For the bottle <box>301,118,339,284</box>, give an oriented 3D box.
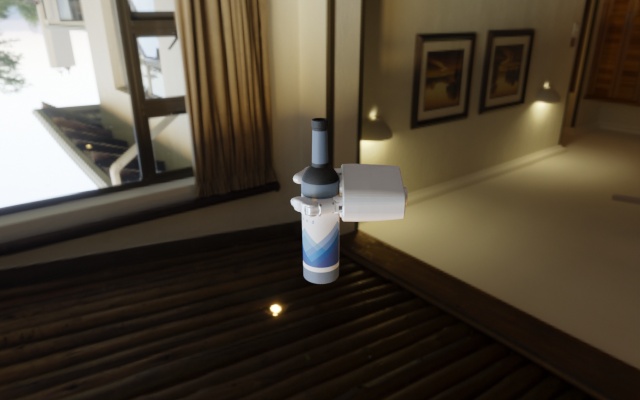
[{"bbox_3d":[0.000,0.003,0.842,0.069,0.296,0.069,0,22,0],"label":"bottle"}]
